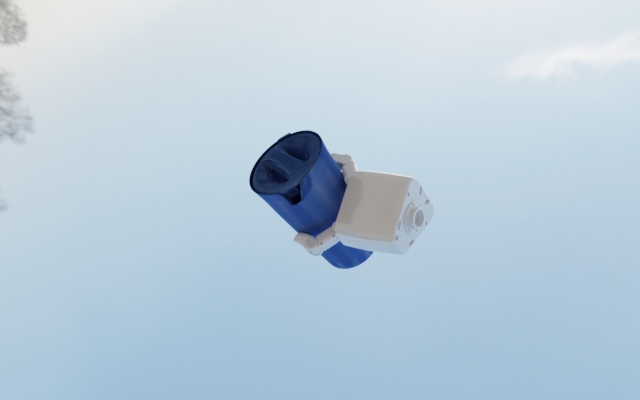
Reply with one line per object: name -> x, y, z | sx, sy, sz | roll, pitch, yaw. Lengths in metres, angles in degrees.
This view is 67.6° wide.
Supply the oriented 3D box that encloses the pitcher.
pitcher -> 0.000, 0.003, 0.810 | 0.145, 0.149, 0.243 | 8, -33, 43
